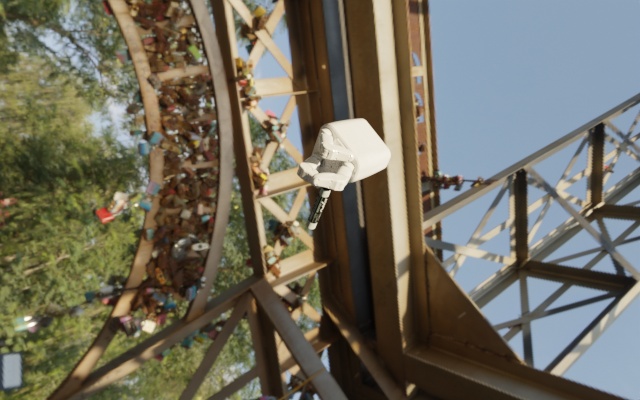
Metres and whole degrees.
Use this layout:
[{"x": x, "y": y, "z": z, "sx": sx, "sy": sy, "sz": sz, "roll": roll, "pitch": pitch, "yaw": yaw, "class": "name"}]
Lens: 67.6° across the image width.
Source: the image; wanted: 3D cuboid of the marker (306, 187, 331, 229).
[{"x": 0.000, "y": 0.003, "z": 0.860, "sx": 0.020, "sy": 0.121, "sz": 0.020, "roll": 15, "pitch": 36, "yaw": -11, "class": "marker"}]
